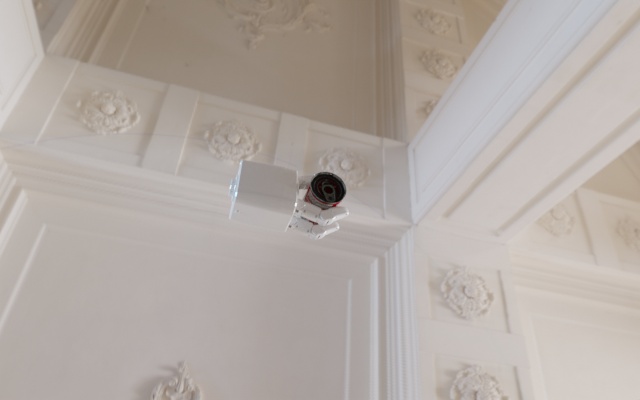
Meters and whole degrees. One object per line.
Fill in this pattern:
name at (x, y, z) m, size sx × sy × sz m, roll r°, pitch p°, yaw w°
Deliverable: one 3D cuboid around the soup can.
soup can at (0.001, 0.003, 0.893) m, size 0.068 × 0.068 × 0.102 m, roll 0°, pitch -32°, yaw -20°
